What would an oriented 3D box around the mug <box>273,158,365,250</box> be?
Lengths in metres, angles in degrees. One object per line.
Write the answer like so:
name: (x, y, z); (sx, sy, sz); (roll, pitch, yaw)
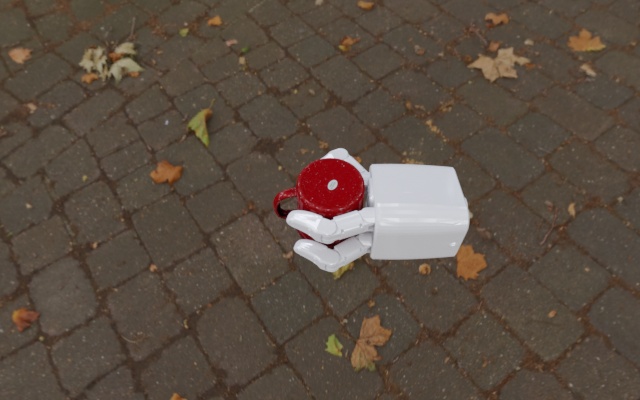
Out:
mug: (-0.001, 0.002, 0.590); (0.117, 0.093, 0.082); (-1, -34, 0)
